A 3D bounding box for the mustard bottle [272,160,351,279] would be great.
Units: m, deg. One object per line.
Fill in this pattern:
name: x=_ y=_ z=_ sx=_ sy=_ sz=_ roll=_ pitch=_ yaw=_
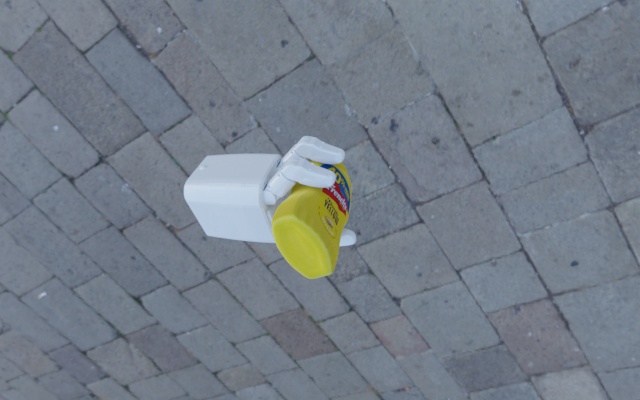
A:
mustard bottle: x=0.000 y=0.002 z=0.608 sx=0.058 sy=0.096 sz=0.191 roll=-20 pitch=27 yaw=27
